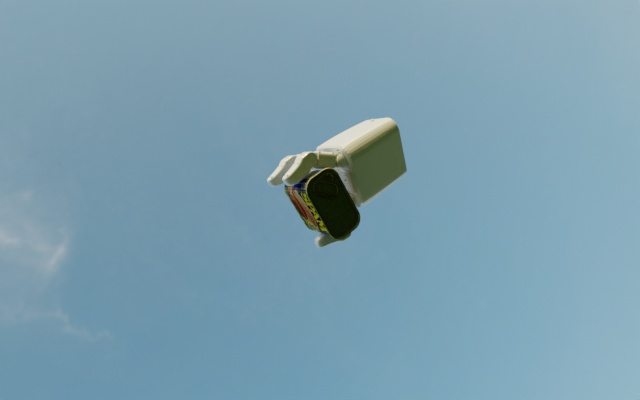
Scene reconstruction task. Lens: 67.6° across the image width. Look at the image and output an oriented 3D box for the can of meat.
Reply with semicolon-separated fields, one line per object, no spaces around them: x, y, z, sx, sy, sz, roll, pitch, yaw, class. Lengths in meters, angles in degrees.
0.000;0.002;0.708;0.057;0.102;0.084;-37;20;-21;can of meat
